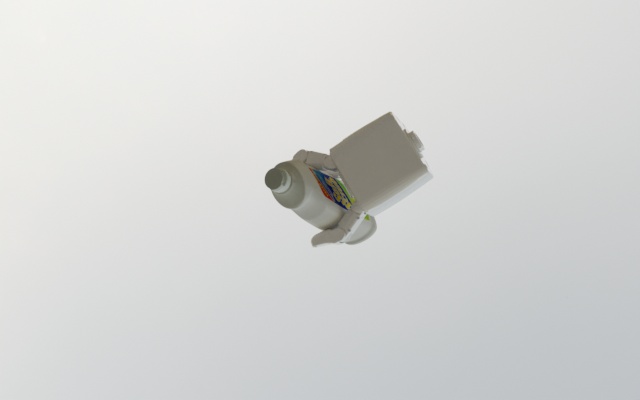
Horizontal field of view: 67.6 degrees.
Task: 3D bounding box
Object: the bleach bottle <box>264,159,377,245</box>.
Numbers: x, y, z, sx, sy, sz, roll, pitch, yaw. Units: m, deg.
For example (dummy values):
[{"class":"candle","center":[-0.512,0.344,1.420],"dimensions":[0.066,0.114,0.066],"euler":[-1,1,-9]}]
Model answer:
[{"class":"bleach bottle","center":[0.000,0.002,0.708],"dimensions":[0.068,0.102,0.251],"euler":[-31,-23,18]}]
